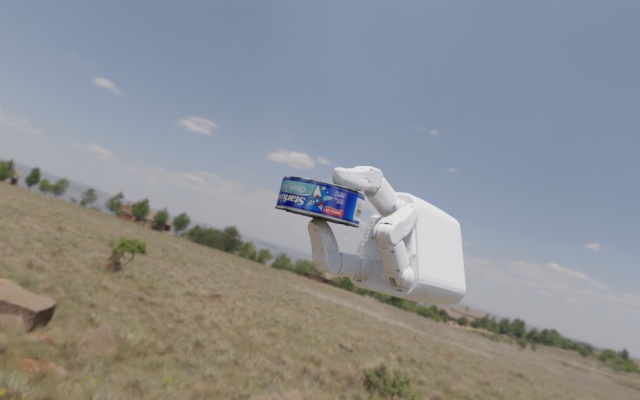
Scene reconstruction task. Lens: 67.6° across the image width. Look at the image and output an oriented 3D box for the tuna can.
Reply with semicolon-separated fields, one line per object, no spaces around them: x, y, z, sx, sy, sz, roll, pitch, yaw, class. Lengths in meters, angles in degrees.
0.000;0.001;0.475;0.086;0.034;0.086;13;-4;1;tuna can
